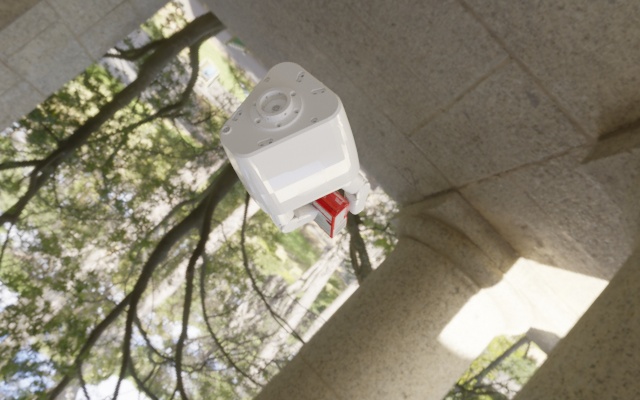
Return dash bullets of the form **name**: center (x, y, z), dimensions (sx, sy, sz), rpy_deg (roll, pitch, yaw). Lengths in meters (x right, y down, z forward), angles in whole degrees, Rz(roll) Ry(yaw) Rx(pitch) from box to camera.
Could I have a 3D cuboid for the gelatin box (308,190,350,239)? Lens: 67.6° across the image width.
- **gelatin box**: center (0.000, 0.002, 0.598), dimensions (0.030, 0.073, 0.089), rpy_deg (-42, -15, -15)
